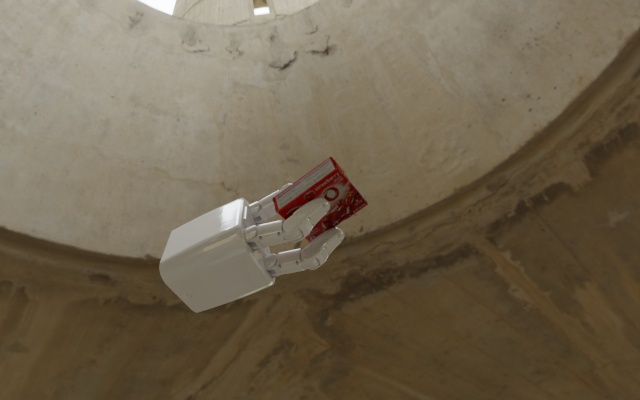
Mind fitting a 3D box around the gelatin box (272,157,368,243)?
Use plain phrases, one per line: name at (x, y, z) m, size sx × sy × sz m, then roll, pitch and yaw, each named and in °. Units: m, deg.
gelatin box at (0.000, 0.001, 0.567) m, size 0.089 × 0.030 × 0.073 m, roll -35°, pitch -50°, yaw 10°
